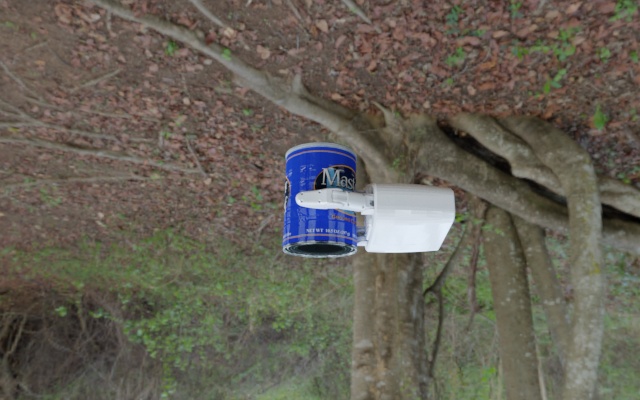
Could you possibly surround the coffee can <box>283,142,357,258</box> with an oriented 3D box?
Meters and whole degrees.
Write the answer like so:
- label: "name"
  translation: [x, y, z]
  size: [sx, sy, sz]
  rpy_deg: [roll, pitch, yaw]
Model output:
- label: "coffee can"
  translation: [0.000, 0.002, 0.671]
  size: [0.103, 0.140, 0.103]
  rpy_deg: [1, -17, 0]
